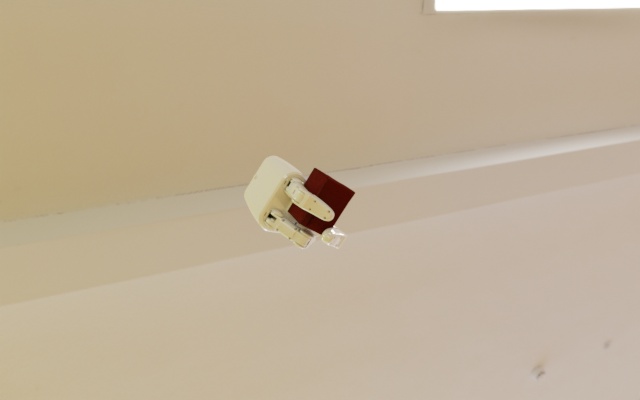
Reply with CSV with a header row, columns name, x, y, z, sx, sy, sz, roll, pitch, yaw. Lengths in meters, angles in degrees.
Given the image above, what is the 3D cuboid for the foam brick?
name,x,y,z,sx,sy,sz,roll,pitch,yaw
foam brick,0.000,0.002,0.680,0.053,0.078,0.051,29,7,-30
